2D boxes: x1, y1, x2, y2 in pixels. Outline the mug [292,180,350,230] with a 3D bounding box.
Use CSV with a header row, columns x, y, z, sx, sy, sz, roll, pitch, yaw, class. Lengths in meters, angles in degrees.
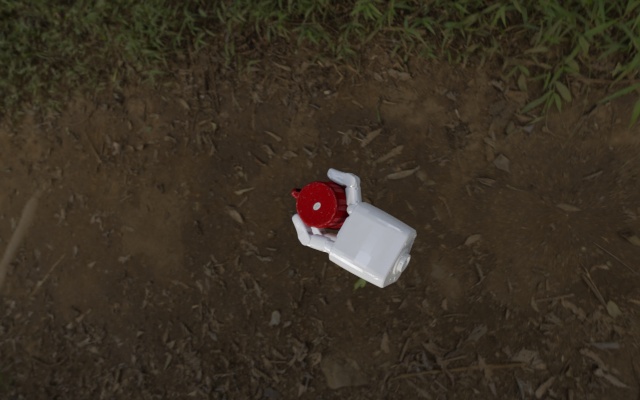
x,y,z,sx,sy,sz,roll,pitch,yaw,class
-0.001,0.002,0.855,0.117,0.093,0.081,26,10,24,mug
